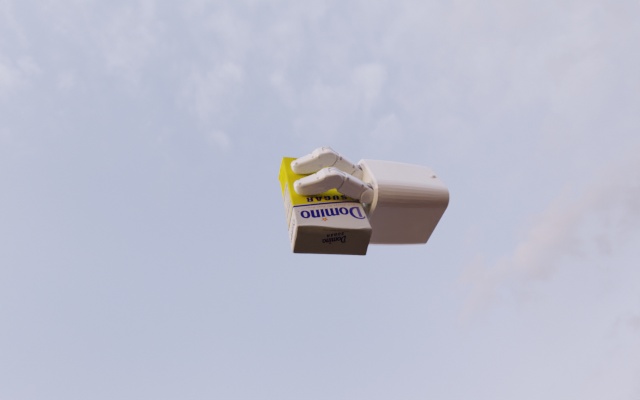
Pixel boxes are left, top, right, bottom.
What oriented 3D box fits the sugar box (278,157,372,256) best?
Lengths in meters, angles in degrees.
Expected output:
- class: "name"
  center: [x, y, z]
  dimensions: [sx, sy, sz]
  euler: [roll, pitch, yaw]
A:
- class: "sugar box"
  center: [0.000, 0.002, 0.623]
  dimensions: [0.093, 0.048, 0.176]
  euler: [3, 28, -14]
